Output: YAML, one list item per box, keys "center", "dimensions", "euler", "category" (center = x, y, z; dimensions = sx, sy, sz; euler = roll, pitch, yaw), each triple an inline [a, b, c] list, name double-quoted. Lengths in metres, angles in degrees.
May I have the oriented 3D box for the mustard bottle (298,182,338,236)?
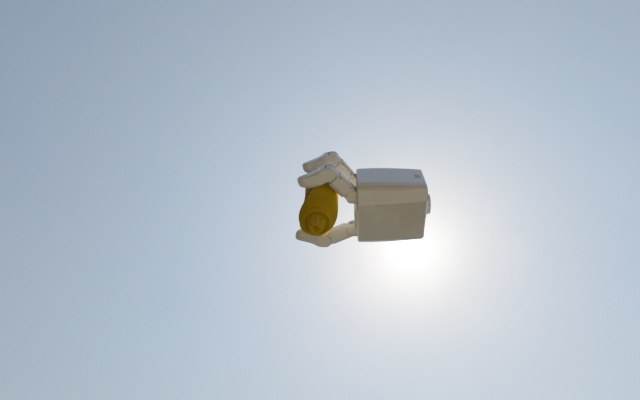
- center: [0.000, 0.002, 0.765]
  dimensions: [0.058, 0.096, 0.191]
  euler: [21, 24, -6]
  category: "mustard bottle"
